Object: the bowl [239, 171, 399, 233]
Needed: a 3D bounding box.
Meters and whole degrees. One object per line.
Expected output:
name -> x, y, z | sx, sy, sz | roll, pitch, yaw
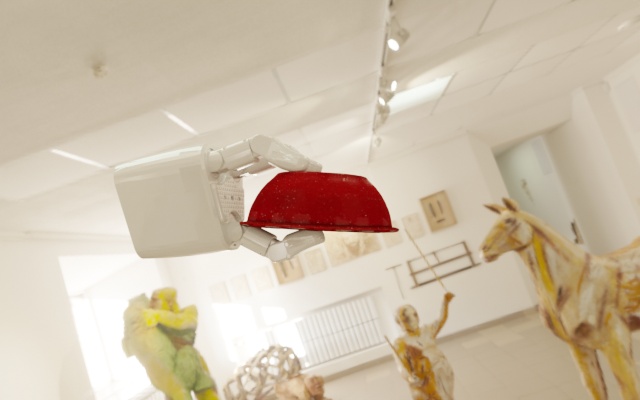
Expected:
bowl -> 0.001, 0.001, 0.488 | 0.162, 0.055, 0.162 | 3, -1, 0
